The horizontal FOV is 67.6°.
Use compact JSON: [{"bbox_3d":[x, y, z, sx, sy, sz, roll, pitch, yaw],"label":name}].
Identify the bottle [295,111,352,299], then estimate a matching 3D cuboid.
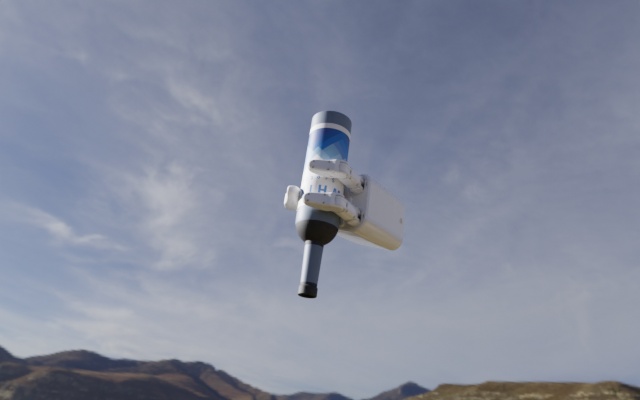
[{"bbox_3d":[0.000,0.002,0.734,0.069,0.295,0.069,7,-24,3],"label":"bottle"}]
